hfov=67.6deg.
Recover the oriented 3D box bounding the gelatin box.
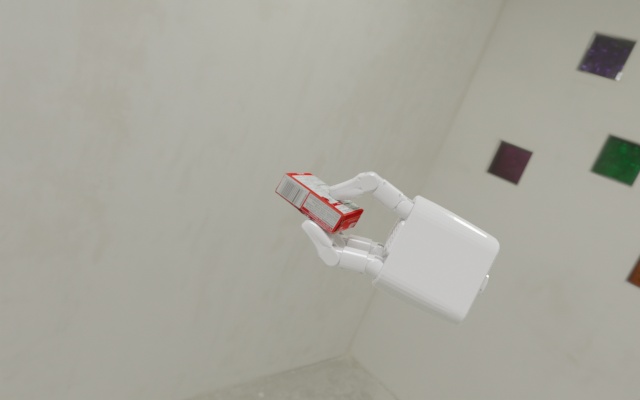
[{"bbox_3d":[0.000,0.001,0.570,0.089,0.030,0.073,36,15,16],"label":"gelatin box"}]
